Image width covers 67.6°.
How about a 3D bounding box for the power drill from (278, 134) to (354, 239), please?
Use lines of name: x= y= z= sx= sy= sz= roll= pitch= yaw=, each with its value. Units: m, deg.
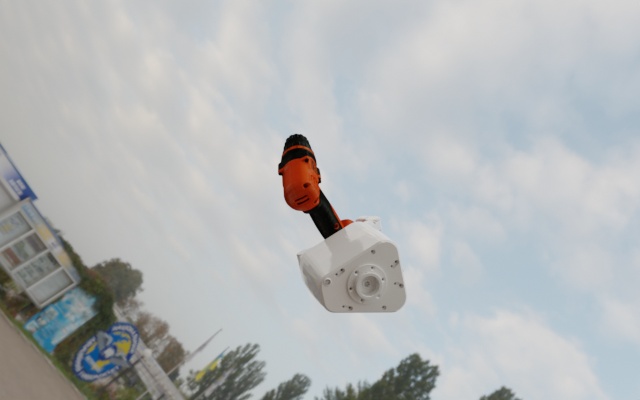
power drill: x=0.000 y=0.003 z=0.716 sx=0.057 sy=0.188 sz=0.184 roll=-27 pitch=29 yaw=13
